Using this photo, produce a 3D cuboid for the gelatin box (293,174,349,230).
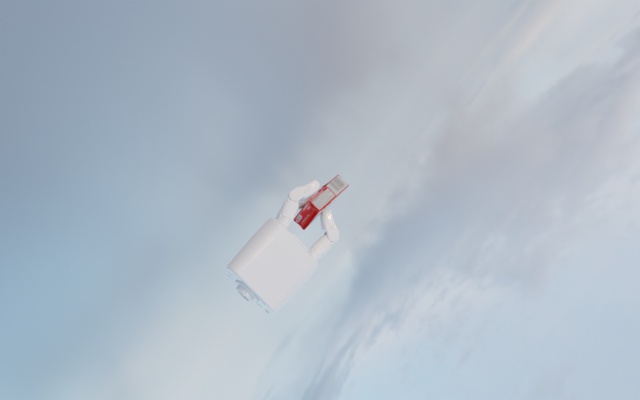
[{"bbox_3d":[0.001,0.003,0.825,0.089,0.030,0.073,-41,-5,-36],"label":"gelatin box"}]
